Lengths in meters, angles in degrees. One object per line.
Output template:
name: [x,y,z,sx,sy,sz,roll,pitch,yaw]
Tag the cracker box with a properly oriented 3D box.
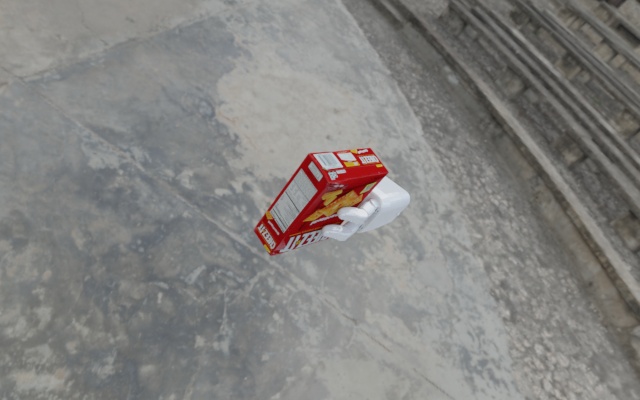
cracker box: [0.000,0.003,0.868,0.164,0.072,0.214,-11,-31,-46]
